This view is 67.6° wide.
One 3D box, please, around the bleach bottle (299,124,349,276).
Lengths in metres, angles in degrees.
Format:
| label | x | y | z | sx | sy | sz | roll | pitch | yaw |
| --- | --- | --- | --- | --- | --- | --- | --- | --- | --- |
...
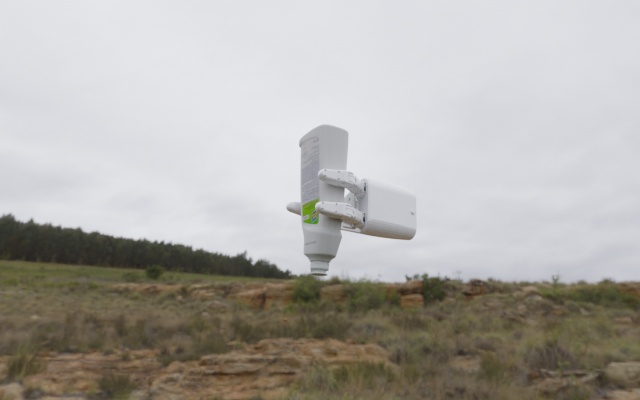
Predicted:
| label | x | y | z | sx | sy | sz | roll | pitch | yaw |
| --- | --- | --- | --- | --- | --- | --- | --- | --- | --- |
| bleach bottle | 0.000 | 0.003 | 0.815 | 0.068 | 0.250 | 0.102 | 12 | -19 | -26 |
